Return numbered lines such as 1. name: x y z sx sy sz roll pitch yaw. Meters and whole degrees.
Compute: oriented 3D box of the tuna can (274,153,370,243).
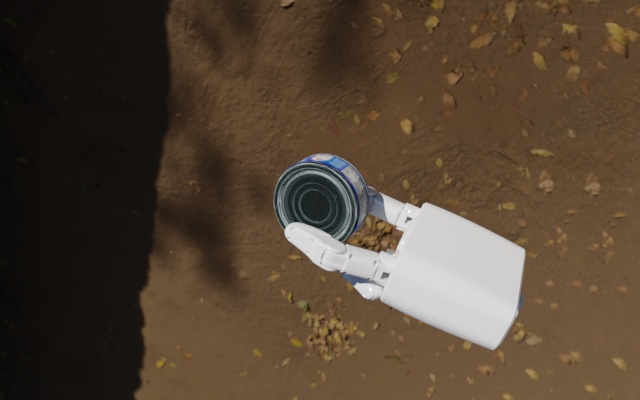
1. tuna can: 0.000 0.002 0.444 0.086 0.086 0.033 0 17 24
